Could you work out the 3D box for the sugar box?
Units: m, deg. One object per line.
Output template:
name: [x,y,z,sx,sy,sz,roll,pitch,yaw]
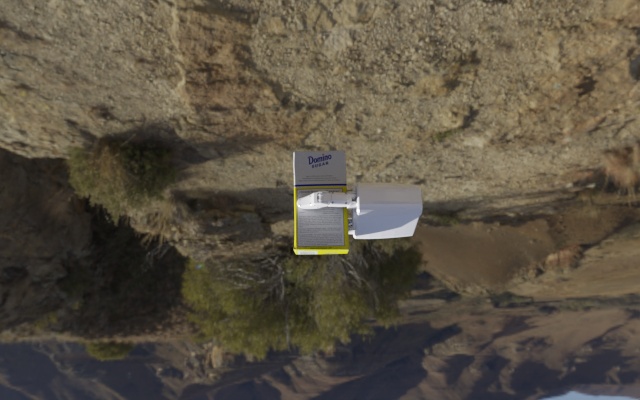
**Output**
sugar box: [0.000,0.003,0.827,0.093,0.176,0.048,0,-17,-1]
